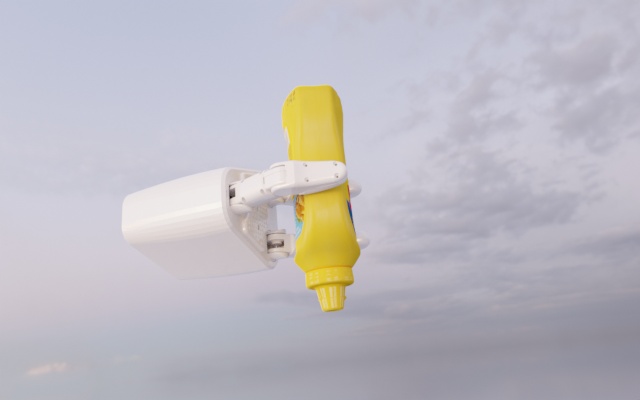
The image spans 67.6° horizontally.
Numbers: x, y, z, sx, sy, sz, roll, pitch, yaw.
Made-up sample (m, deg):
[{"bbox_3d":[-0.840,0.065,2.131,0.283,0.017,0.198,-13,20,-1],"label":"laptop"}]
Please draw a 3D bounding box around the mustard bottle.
[{"bbox_3d":[0.000,0.001,0.427,0.058,0.191,0.096,-4,-19,-7],"label":"mustard bottle"}]
